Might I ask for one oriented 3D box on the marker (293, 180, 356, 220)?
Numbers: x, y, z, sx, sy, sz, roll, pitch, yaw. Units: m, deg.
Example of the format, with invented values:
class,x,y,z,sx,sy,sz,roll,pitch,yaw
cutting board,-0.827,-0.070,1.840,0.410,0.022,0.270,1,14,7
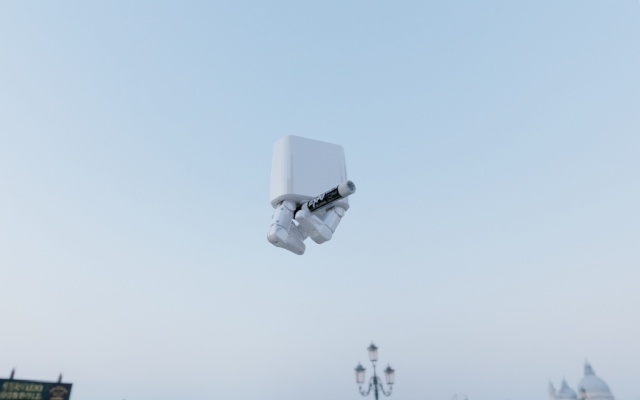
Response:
class,x,y,z,sx,sy,sz,roll,pitch,yaw
marker,0.000,0.002,0.656,0.020,0.020,0.121,0,-20,-44
